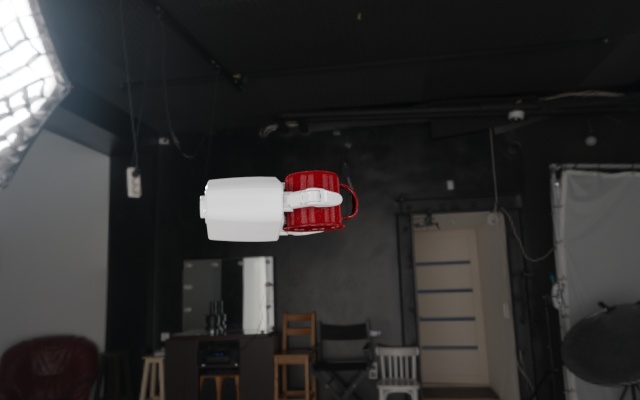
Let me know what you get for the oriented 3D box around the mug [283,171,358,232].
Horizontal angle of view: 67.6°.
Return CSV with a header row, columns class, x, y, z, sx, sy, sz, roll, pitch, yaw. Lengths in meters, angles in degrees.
class,x,y,z,sx,sy,sz,roll,pitch,yaw
mug,0.002,0.002,0.718,0.117,0.081,0.093,-1,-9,-12
